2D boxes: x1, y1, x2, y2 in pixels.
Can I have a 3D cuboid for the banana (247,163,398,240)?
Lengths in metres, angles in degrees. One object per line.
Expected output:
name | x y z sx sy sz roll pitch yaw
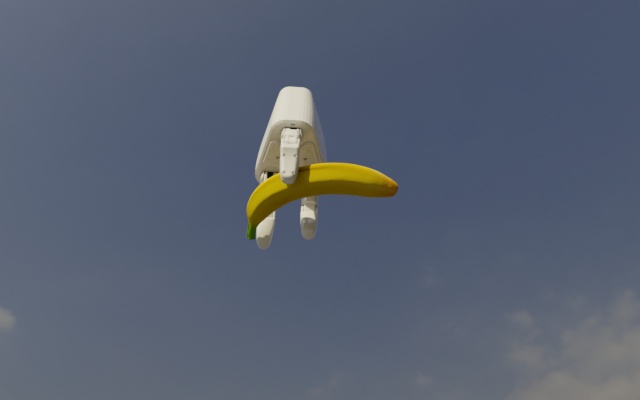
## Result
banana | -0.010 -0.012 0.572 0.198 0.070 0.037 -17 33 13
